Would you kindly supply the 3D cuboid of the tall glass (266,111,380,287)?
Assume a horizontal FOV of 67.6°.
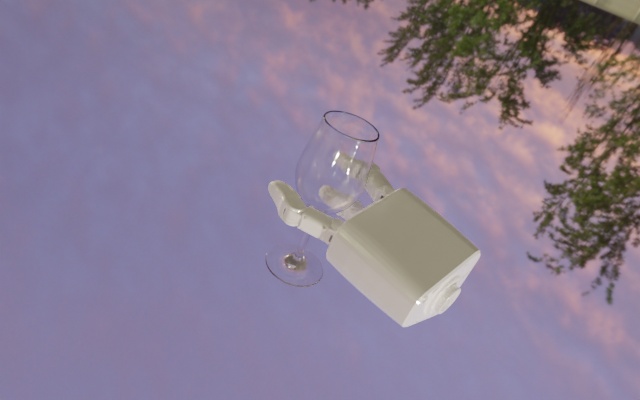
[{"bbox_3d":[0.000,0.002,0.540,0.079,0.201,0.079,16,32,-10],"label":"tall glass"}]
